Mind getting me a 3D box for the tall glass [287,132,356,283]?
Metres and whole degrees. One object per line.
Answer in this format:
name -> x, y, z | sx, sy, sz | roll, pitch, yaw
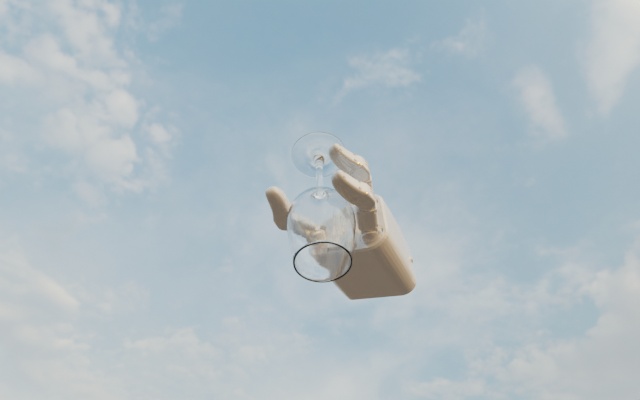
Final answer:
tall glass -> 0.000, 0.001, 0.569 | 0.079, 0.079, 0.200 | 0, 39, -1
